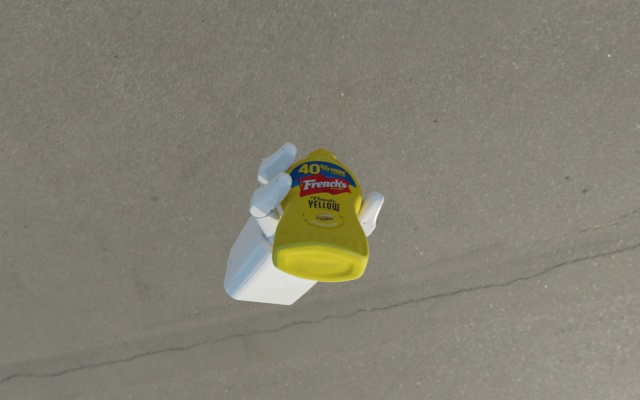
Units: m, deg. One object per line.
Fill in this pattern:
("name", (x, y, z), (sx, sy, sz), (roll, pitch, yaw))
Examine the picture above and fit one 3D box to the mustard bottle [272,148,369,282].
("mustard bottle", (0.000, 0.002, 0.541), (0.096, 0.058, 0.191), (7, 40, -5))
